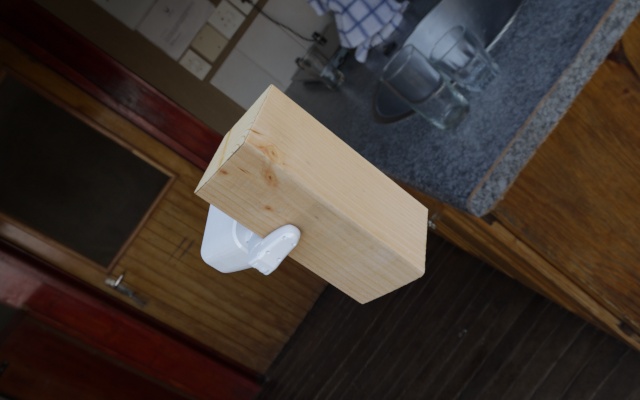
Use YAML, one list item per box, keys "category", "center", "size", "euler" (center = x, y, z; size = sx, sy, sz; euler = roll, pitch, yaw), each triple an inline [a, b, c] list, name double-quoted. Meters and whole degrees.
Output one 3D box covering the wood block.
- category: "wood block"
  center: [0.000, 0.002, 0.462]
  size: [0.206, 0.090, 0.090]
  euler: [36, -47, -20]
